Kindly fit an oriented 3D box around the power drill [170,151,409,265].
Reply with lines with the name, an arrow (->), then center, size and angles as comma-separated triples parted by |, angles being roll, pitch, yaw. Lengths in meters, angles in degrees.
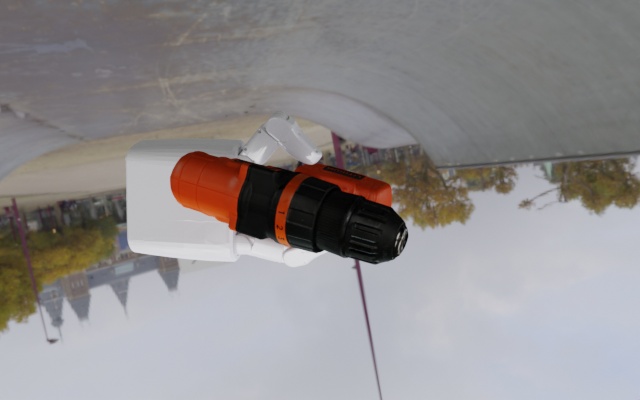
power drill -> 0.000, 0.001, 0.401 | 0.184, 0.057, 0.187 | 18, 7, 22
